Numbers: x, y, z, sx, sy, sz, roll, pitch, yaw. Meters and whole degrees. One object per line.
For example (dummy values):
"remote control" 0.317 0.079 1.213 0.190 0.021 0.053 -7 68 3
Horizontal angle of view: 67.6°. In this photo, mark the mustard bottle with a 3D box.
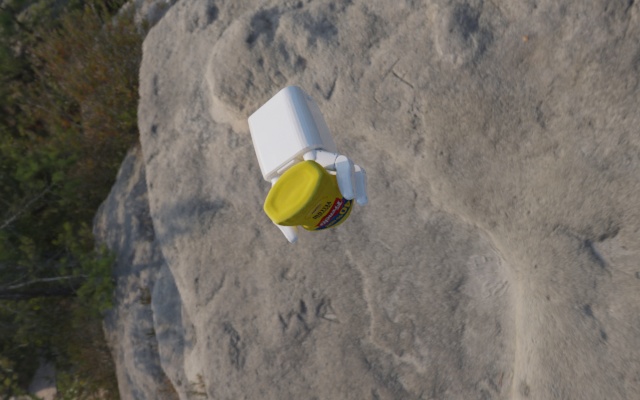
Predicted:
"mustard bottle" 0.000 0.003 0.702 0.058 0.096 0.192 46 11 23
